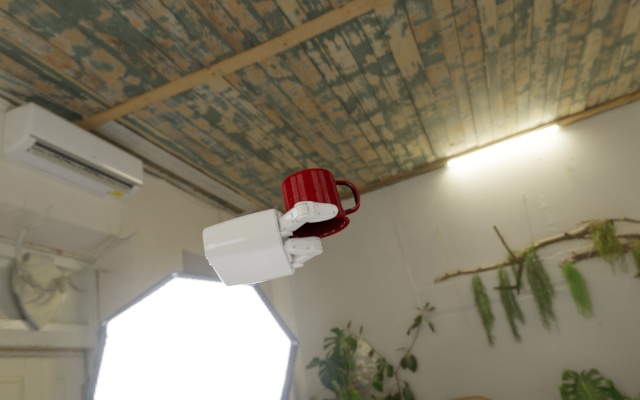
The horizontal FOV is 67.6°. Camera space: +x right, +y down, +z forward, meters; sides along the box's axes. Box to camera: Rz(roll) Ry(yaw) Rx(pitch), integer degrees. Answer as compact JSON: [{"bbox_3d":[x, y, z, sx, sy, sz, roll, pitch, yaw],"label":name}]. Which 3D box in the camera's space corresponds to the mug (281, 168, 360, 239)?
[{"bbox_3d":[0.001,0.002,0.704,0.117,0.081,0.093,-14,-22,-1],"label":"mug"}]
